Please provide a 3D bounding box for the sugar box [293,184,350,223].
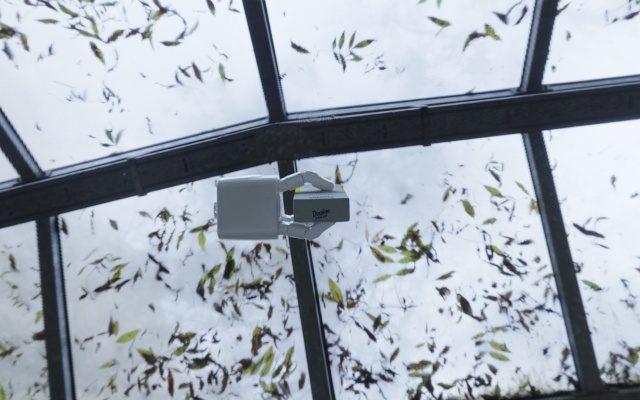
[{"bbox_3d":[0.000,0.003,0.849,0.093,0.048,0.176,-1,11,0],"label":"sugar box"}]
